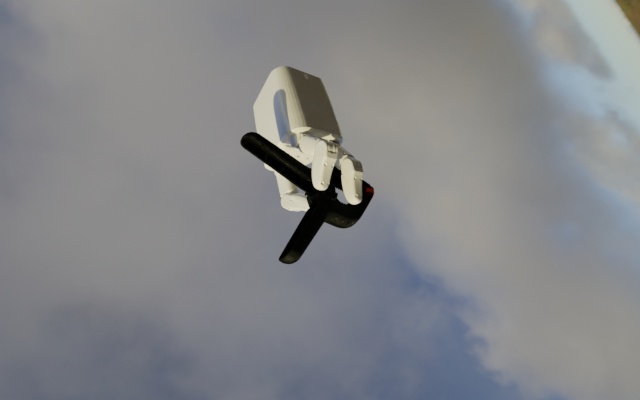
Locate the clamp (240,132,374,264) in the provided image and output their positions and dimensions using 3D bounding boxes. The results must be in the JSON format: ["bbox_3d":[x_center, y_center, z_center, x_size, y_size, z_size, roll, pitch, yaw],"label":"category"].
[{"bbox_3d":[0.000,0.002,0.610,0.210,0.164,0.036,7,-29,-45],"label":"clamp"}]
